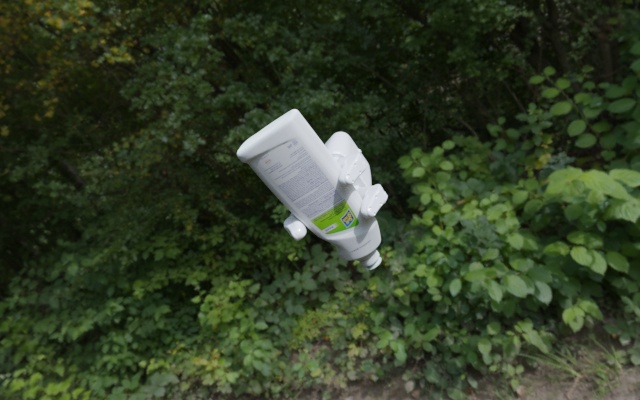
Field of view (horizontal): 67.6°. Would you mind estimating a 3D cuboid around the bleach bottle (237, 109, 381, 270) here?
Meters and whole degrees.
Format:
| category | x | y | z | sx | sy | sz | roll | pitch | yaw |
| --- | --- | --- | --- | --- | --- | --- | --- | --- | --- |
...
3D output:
| category | x | y | z | sx | sy | sz | roll | pitch | yaw |
| --- | --- | --- | --- | --- | --- | --- | --- | --- | --- |
| bleach bottle | 0.000 | 0.002 | 0.668 | 0.102 | 0.251 | 0.068 | -30 | 20 | 19 |
